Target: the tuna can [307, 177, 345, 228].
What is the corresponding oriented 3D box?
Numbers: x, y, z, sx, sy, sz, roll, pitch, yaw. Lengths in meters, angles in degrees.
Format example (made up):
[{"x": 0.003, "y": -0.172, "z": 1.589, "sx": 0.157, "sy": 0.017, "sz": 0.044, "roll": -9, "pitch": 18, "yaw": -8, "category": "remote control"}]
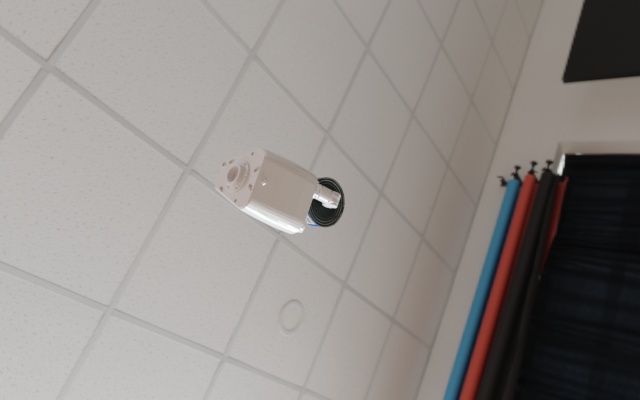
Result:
[{"x": 0.000, "y": 0.003, "z": 0.821, "sx": 0.086, "sy": 0.086, "sz": 0.034, "roll": 0, "pitch": 2, "yaw": -42, "category": "tuna can"}]
